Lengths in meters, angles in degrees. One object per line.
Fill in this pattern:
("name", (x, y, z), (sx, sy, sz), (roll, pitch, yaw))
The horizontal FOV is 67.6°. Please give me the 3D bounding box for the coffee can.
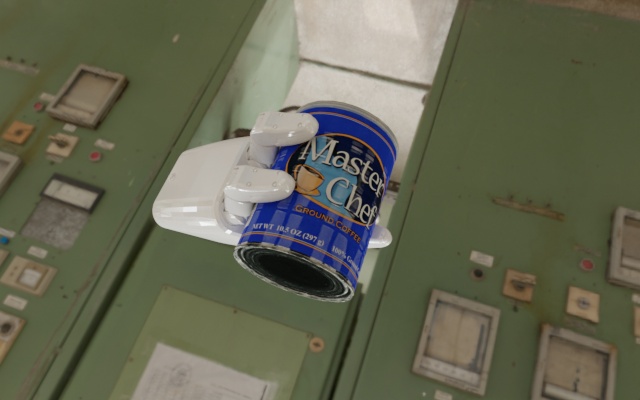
("coffee can", (0.000, 0.001, 0.410), (0.103, 0.140, 0.103), (17, -26, 8))
